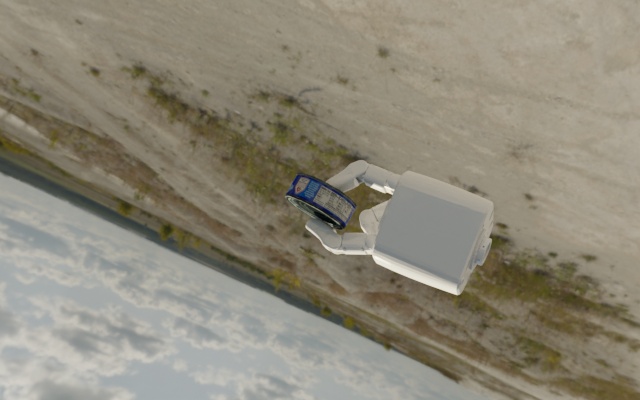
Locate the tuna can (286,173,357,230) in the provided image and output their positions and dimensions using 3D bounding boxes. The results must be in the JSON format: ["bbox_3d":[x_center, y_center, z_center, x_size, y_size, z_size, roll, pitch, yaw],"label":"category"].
[{"bbox_3d":[0.000,0.002,0.591,0.086,0.033,0.086,29,-10,6],"label":"tuna can"}]
